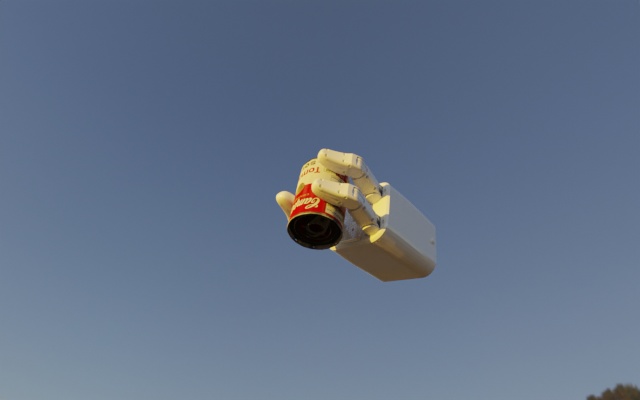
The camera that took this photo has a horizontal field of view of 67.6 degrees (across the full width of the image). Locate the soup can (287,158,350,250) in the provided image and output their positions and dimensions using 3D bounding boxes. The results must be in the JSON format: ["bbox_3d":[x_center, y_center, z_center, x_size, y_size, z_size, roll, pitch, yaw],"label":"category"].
[{"bbox_3d":[0.000,0.002,0.608,0.068,0.102,0.069,6,-43,6],"label":"soup can"}]
